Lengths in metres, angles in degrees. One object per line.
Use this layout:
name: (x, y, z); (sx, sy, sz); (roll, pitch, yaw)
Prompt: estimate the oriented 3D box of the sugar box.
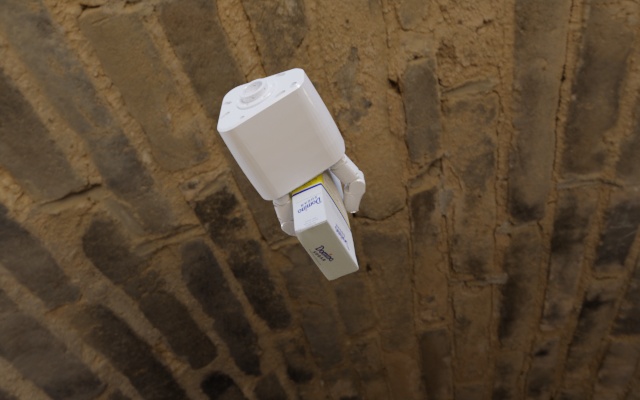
sugar box: (0.000, 0.002, 0.592); (0.048, 0.093, 0.176); (-21, 39, 14)
